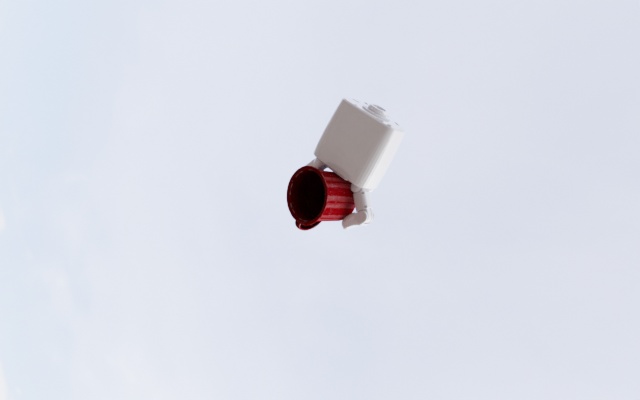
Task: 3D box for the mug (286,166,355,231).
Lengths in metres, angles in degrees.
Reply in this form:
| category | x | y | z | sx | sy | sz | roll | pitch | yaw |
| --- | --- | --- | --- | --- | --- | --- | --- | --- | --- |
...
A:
| category | x | y | z | sx | sy | sz | roll | pitch | yaw |
| --- | --- | --- | --- | --- | --- | --- | --- | --- | --- |
| mug | 0.000 | 0.004 | 0.777 | 0.081 | 0.117 | 0.093 | 2 | 35 | -45 |
